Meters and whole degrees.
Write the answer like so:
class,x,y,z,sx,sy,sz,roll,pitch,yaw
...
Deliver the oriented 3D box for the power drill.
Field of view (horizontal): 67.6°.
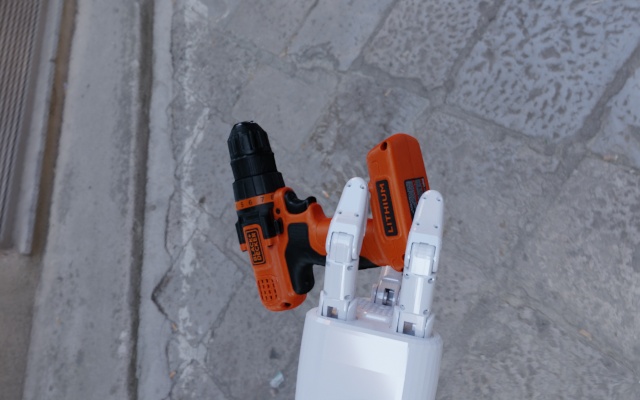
class,x,y,z,sx,sy,sz,roll,pitch,yaw
power drill,0.000,0.002,0.418,0.187,0.184,0.057,-13,1,38
